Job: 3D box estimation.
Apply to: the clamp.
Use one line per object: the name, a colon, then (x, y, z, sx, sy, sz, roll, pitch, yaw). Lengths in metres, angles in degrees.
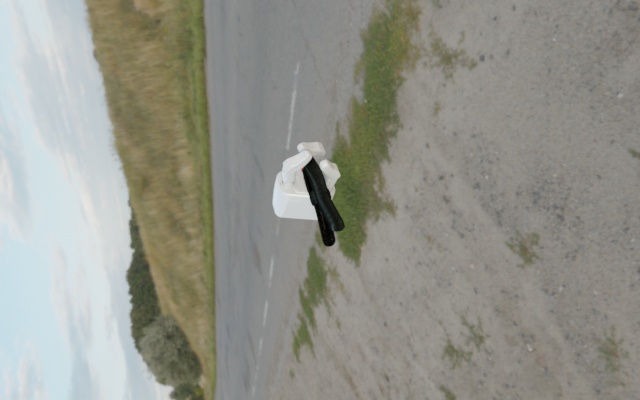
clamp: (0.000, 0.003, 0.885, 0.039, 0.171, 0.120, -11, -26, -17)
